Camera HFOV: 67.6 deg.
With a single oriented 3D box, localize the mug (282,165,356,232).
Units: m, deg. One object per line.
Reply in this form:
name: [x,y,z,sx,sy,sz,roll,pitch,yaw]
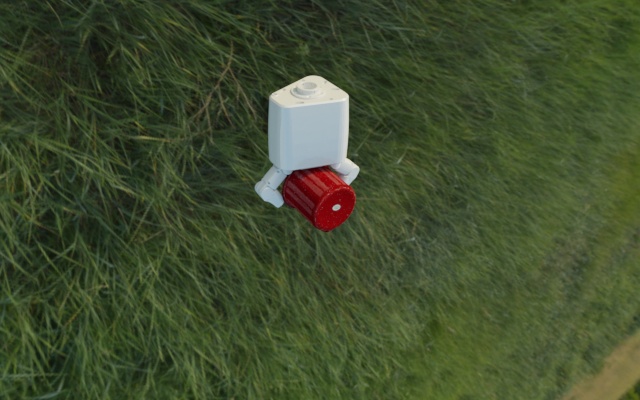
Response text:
mug: [0.000,0.004,0.749,0.093,0.117,0.081,-24,45,-26]
